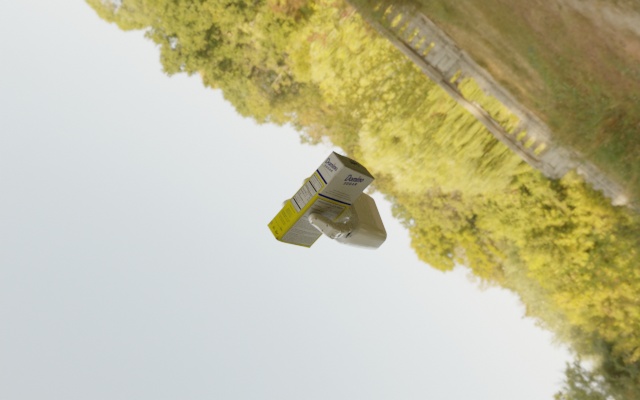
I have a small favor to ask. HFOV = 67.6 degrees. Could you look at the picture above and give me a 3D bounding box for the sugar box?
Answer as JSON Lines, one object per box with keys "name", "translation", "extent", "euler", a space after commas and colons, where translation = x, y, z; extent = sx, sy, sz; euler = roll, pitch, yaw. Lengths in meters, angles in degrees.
{"name": "sugar box", "translation": [0.000, 0.002, 0.805], "extent": [0.093, 0.176, 0.048], "euler": [19, 28, -50]}
